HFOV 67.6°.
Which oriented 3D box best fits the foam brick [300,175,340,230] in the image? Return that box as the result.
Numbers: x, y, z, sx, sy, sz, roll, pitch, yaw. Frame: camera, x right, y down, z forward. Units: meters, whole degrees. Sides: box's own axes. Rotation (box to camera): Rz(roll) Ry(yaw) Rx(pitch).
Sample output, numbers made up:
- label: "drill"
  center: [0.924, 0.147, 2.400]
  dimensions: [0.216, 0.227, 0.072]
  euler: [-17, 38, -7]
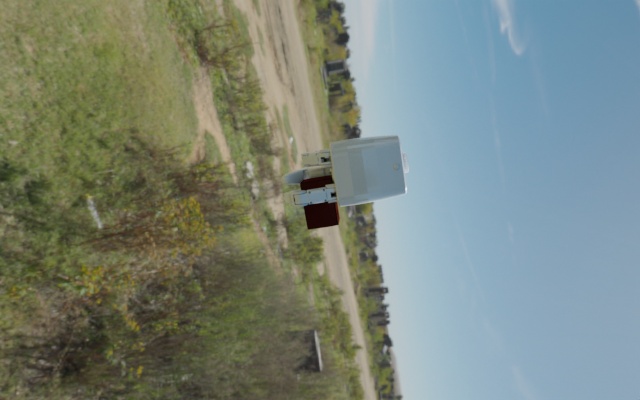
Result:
- label: "foam brick"
  center: [0.000, 0.003, 0.768]
  dimensions: [0.051, 0.078, 0.053]
  euler: [-8, 9, 5]
